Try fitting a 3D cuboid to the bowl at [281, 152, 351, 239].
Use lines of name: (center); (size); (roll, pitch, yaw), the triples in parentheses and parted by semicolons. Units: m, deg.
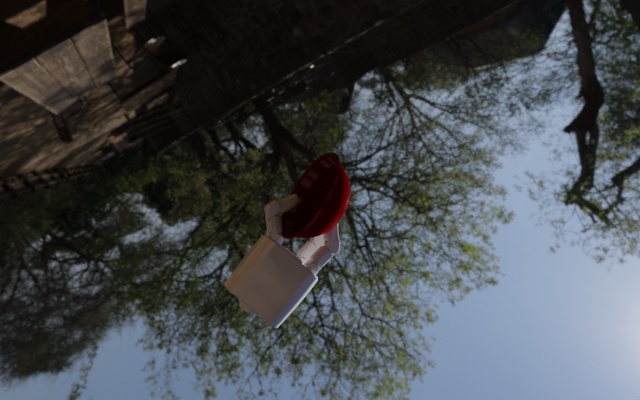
bowl: (0.001, 0.002, 0.788); (0.055, 0.162, 0.162); (31, -12, -22)
